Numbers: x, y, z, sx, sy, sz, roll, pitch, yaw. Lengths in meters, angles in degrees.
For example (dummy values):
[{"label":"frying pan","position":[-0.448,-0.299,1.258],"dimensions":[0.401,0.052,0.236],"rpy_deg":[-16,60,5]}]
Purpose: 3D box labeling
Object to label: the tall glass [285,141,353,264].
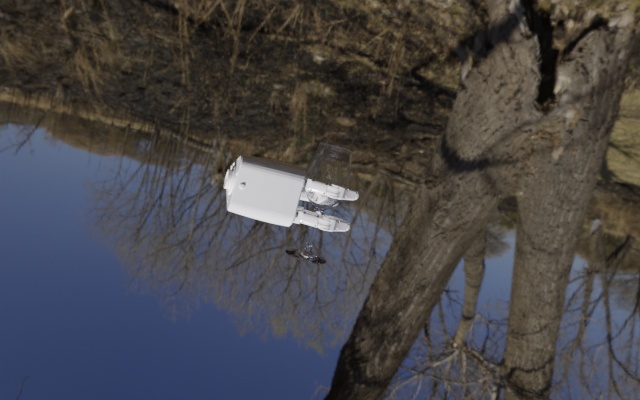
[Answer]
[{"label":"tall glass","position":[0.000,0.003,0.823],"dimensions":[0.079,0.201,0.079],"rpy_deg":[15,6,-2]}]
